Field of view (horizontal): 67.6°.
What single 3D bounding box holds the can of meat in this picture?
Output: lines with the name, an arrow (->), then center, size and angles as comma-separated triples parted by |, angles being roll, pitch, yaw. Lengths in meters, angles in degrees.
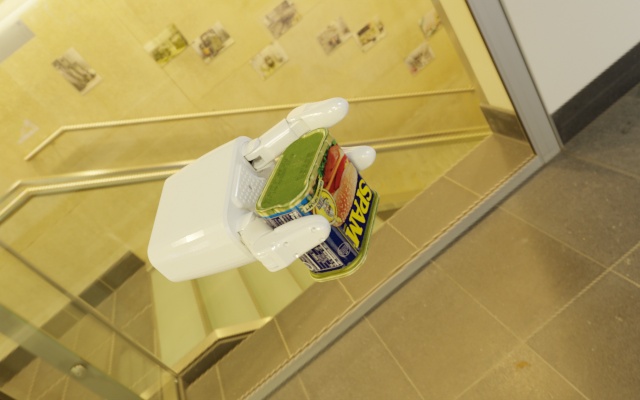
can of meat -> 0.000, 0.001, 0.402 | 0.057, 0.102, 0.084 | -18, -55, 33
